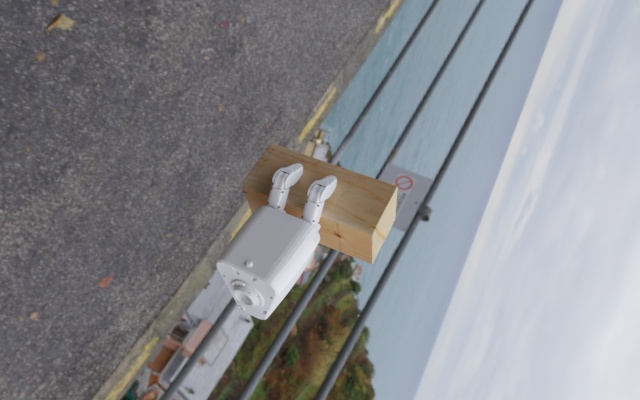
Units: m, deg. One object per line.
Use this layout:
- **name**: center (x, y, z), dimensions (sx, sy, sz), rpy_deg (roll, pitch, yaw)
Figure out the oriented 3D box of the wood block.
- **wood block**: center (0.000, 0.003, 0.710), dimensions (0.206, 0.090, 0.091), rpy_deg (21, -30, 19)
